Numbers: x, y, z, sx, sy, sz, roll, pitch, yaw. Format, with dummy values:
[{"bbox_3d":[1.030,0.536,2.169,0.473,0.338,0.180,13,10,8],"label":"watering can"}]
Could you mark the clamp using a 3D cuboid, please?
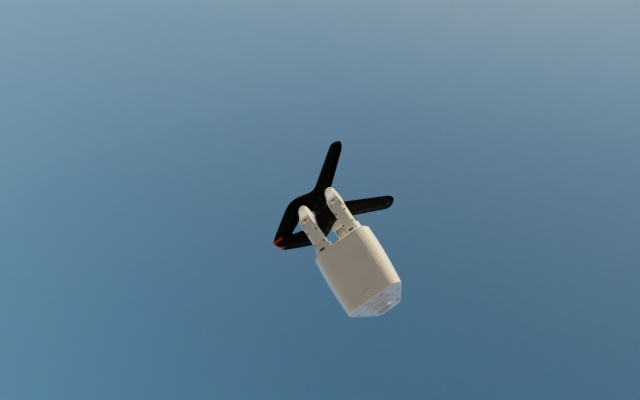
[{"bbox_3d":[0.000,0.003,0.820,0.210,0.164,0.036,-36,-33,8],"label":"clamp"}]
